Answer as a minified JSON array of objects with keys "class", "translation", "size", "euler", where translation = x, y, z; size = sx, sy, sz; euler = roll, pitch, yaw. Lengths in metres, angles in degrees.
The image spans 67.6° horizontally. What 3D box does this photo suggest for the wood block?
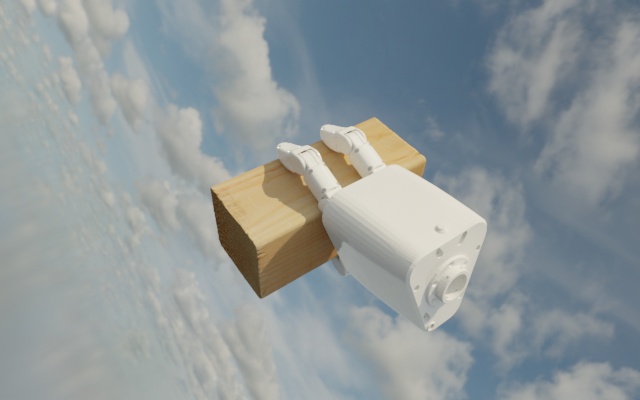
[{"class":"wood block","translation":[0.000,0.002,0.508],"size":[0.206,0.091,0.090],"euler":[-26,53,-26]}]
